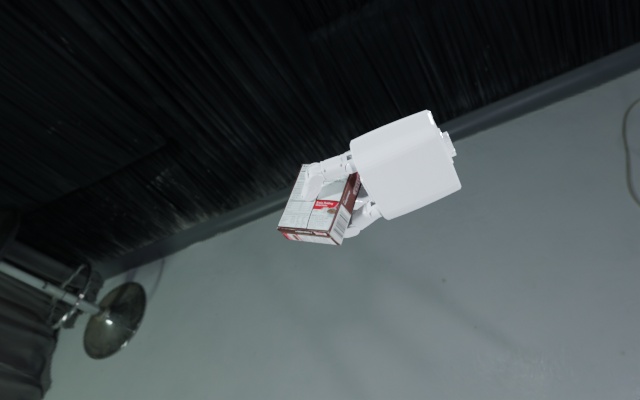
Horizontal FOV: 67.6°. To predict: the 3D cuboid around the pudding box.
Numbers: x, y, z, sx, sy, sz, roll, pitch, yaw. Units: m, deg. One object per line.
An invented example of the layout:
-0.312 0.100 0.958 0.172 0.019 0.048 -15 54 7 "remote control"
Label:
0.000 0.002 0.665 0.090 0.113 0.039 3 -32 34 "pudding box"
